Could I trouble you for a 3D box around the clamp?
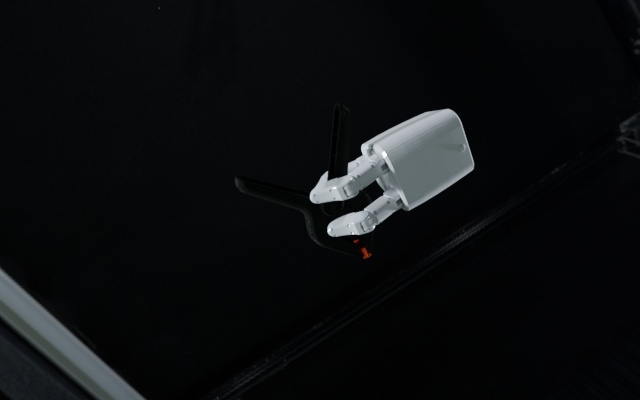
[{"bbox_3d":[0.000,0.002,0.621,0.164,0.210,0.036,-29,27,-4],"label":"clamp"}]
